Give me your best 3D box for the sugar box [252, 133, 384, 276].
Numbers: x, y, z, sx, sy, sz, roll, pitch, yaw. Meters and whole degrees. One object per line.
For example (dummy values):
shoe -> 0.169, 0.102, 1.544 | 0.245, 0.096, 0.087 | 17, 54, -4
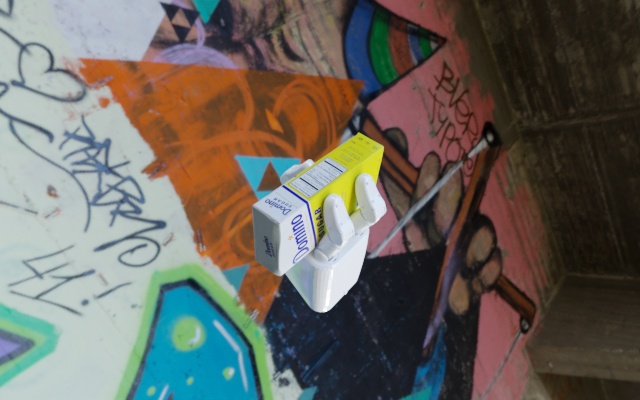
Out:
sugar box -> 0.001, 0.002, 0.551 | 0.048, 0.093, 0.176 | 32, 52, 24
